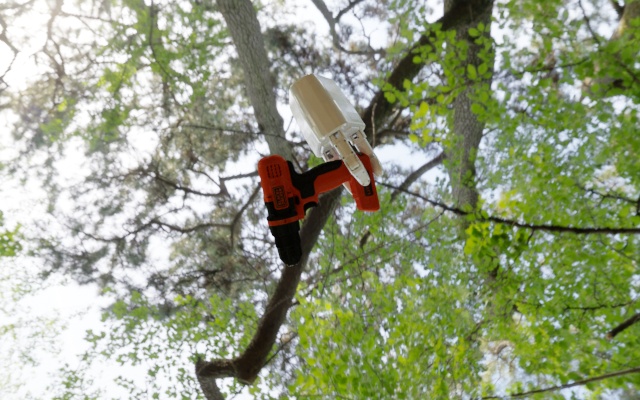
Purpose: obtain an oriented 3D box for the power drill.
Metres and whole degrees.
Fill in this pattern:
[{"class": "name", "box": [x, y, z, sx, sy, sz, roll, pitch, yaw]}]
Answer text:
[{"class": "power drill", "box": [0.000, 0.002, 0.794, 0.187, 0.184, 0.057, -14, 9, -13]}]
